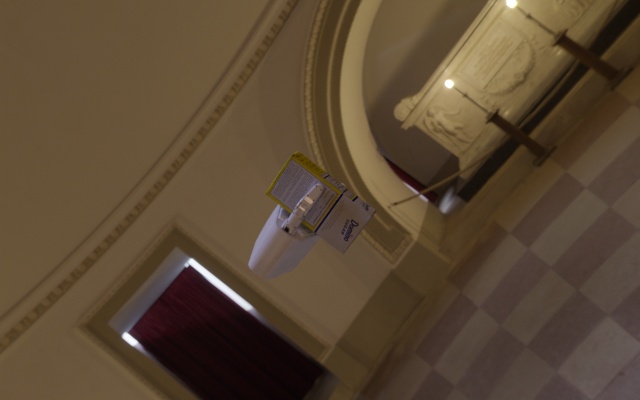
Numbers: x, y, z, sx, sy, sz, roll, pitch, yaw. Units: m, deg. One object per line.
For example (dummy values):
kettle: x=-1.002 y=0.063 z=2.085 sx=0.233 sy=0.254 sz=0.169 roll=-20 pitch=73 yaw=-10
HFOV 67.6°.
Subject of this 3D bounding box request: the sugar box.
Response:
sugar box: x=0.000 y=0.003 z=0.839 sx=0.176 sy=0.093 sz=0.048 roll=37 pitch=23 yaw=3
